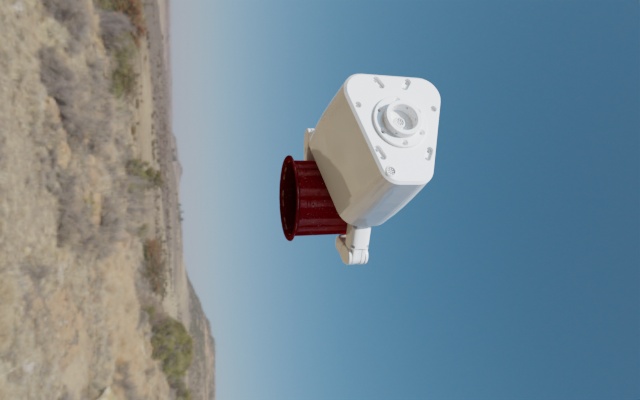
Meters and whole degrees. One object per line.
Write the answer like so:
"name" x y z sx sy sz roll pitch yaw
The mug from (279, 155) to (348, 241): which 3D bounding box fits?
"mug" 0.000 0.002 0.538 0.081 0.093 0.117 -1 -23 -16
